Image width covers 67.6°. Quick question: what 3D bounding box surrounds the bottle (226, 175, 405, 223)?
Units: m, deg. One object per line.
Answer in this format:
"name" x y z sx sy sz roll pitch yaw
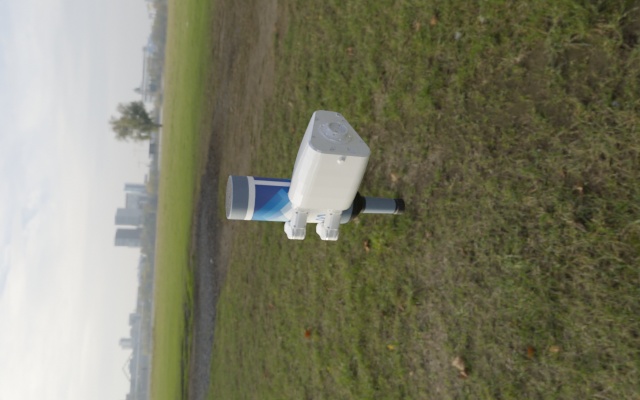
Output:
"bottle" 0.000 0.003 0.771 0.296 0.069 0.069 3 -1 -19
